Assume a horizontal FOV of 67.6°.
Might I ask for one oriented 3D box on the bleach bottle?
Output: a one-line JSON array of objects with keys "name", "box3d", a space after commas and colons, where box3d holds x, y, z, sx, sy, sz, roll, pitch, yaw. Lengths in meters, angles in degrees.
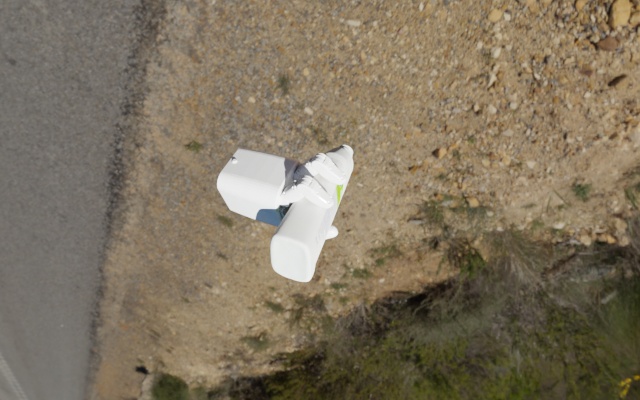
[{"name": "bleach bottle", "box3d": [0.000, 0.003, 0.773, 0.068, 0.103, 0.250, 17, 48, 13]}]
